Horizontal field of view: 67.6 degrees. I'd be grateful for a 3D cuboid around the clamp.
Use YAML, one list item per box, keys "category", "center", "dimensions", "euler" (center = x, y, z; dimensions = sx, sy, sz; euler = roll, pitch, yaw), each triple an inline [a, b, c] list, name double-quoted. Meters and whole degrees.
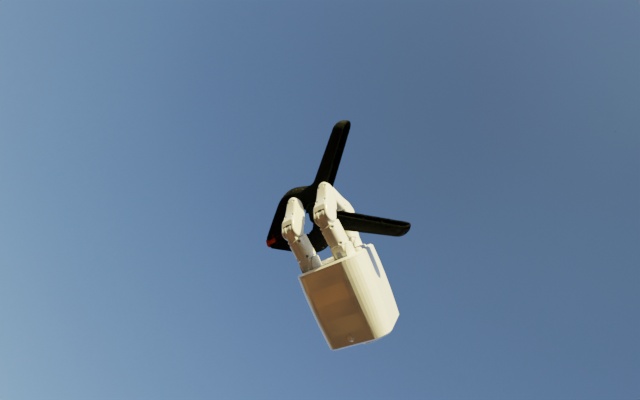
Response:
- category: "clamp"
  center: [0.000, 0.002, 0.647]
  dimensions: [0.210, 0.164, 0.036]
  euler: [-26, -5, 32]
